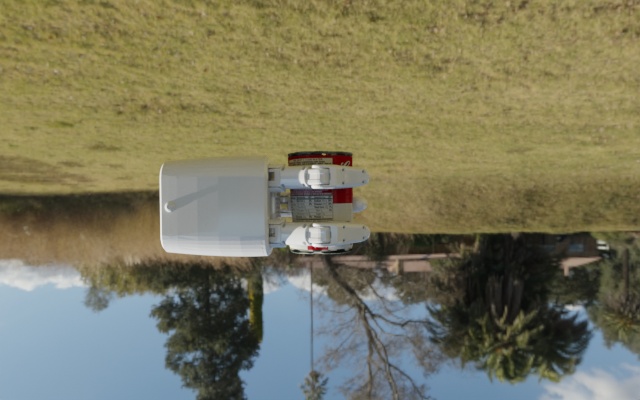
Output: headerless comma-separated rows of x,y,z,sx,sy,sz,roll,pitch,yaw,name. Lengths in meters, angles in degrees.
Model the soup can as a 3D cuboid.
0.001,0.002,0.499,0.068,0.102,0.068,-1,1,0,soup can
